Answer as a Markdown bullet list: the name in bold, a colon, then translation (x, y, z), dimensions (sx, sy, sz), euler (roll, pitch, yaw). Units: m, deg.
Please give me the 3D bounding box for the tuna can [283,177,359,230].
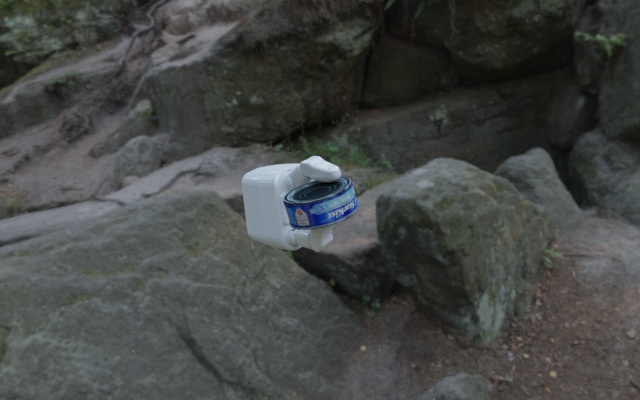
- **tuna can**: translation (0.000, 0.001, 0.566), dimensions (0.086, 0.034, 0.086), euler (-14, 17, 5)
